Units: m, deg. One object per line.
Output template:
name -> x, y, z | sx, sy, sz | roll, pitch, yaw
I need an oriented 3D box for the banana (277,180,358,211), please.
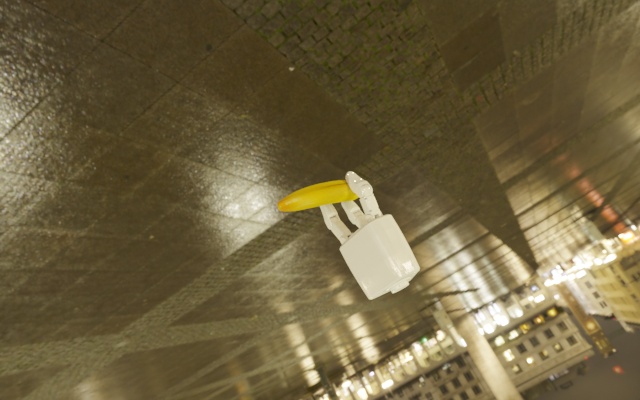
banana -> 0.014, -0.007, 0.835 | 0.198, 0.037, 0.070 | -6, -27, -49
